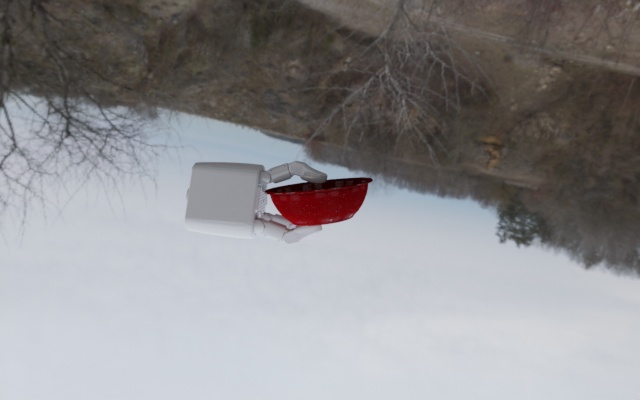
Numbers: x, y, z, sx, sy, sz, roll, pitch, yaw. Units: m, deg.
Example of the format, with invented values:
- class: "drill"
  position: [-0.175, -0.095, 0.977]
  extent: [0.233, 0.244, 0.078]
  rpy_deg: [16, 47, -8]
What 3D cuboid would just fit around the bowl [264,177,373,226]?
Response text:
- class: "bowl"
  position: [0.001, 0.003, 0.709]
  extent: [0.162, 0.055, 0.162]
  rpy_deg: [-7, 6, 1]
